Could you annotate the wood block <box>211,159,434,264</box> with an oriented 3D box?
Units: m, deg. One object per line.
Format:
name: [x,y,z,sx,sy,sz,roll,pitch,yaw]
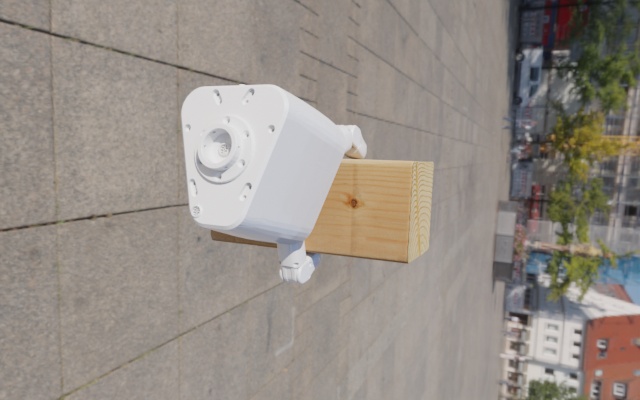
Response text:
wood block: [0.000,0.002,0.483,0.206,0.091,0.090,5,6,24]
